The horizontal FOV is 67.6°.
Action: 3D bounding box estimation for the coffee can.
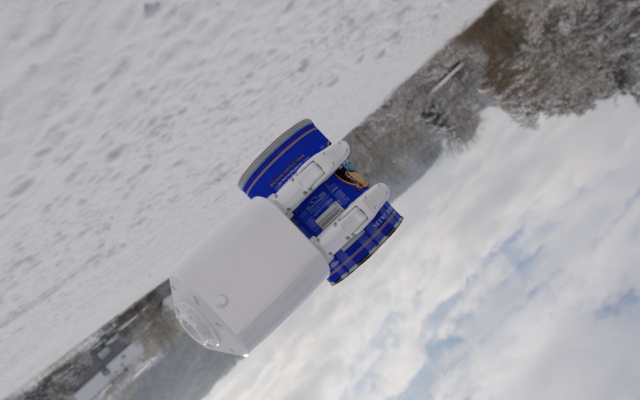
[{"bbox_3d":[0.000,0.001,0.492,0.103,0.140,0.103,-44,-2,-2],"label":"coffee can"}]
